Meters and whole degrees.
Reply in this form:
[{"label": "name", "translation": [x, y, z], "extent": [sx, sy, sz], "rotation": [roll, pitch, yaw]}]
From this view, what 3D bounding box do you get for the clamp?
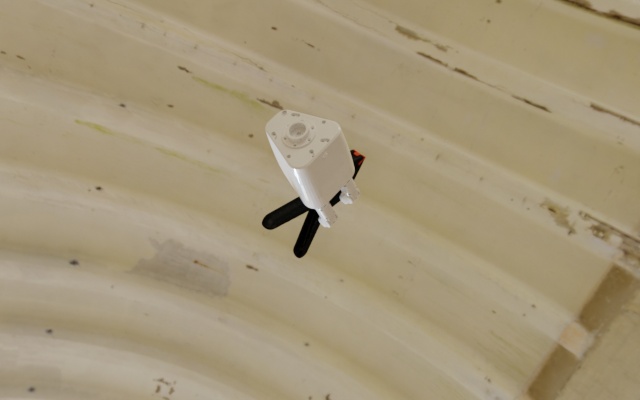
[{"label": "clamp", "translation": [0.000, 0.002, 0.807], "extent": [0.036, 0.210, 0.165], "rotation": [37, -15, 26]}]
